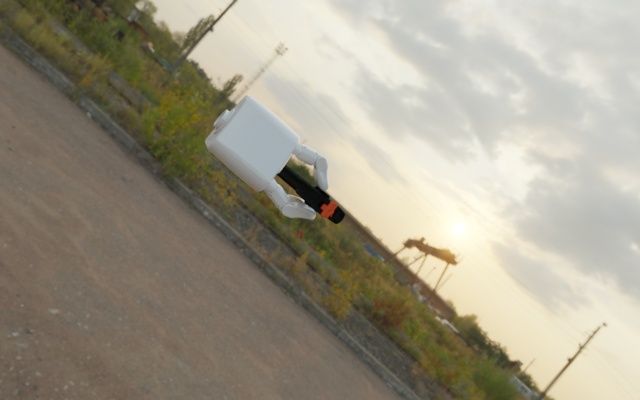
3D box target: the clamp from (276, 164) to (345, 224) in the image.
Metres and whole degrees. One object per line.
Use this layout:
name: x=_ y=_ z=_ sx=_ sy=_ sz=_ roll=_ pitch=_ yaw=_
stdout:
clamp: x=0.001 y=0.002 z=0.817 sx=0.164 sy=0.036 sz=0.210 roll=38 pitch=1 yaw=-22
